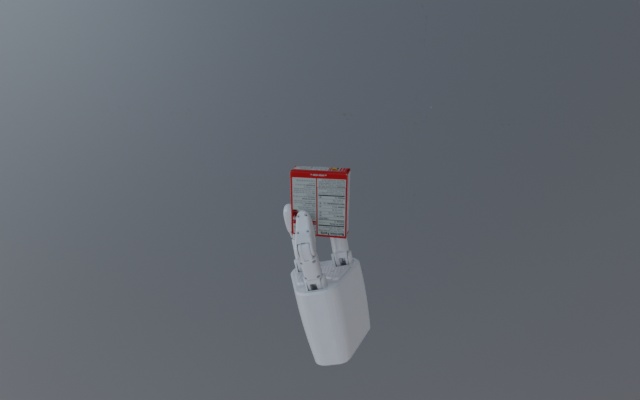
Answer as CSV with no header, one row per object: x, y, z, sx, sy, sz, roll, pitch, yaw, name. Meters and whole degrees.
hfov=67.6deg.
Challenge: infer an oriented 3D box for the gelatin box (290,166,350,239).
0.000,0.002,0.612,0.073,0.089,0.030,3,20,10,gelatin box
